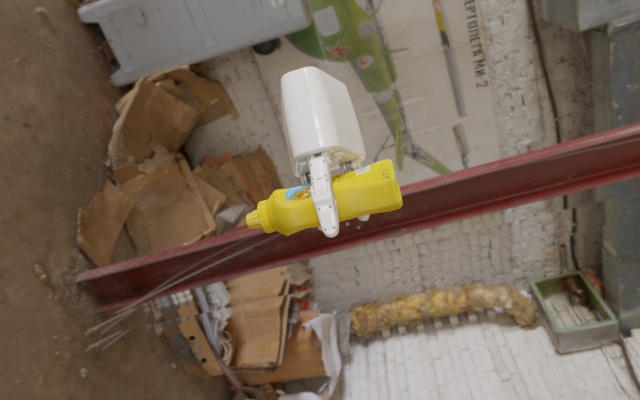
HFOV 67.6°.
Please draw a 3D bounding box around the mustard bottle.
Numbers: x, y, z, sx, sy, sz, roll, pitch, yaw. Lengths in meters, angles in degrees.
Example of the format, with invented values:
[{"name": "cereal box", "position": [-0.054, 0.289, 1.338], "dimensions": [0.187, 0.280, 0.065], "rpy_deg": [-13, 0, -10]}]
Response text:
[{"name": "mustard bottle", "position": [0.000, 0.002, 0.582], "dimensions": [0.191, 0.058, 0.096], "rpy_deg": [-14, 14, 10]}]
